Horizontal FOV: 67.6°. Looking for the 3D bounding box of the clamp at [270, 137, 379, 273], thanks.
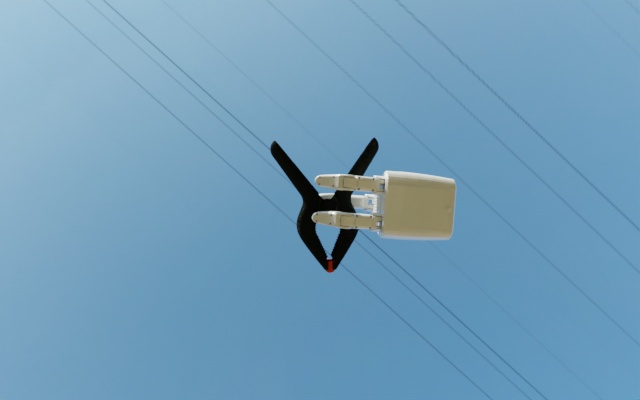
[{"bbox_3d":[0.000,0.003,0.727,0.164,0.210,0.036,5,0,-3],"label":"clamp"}]
